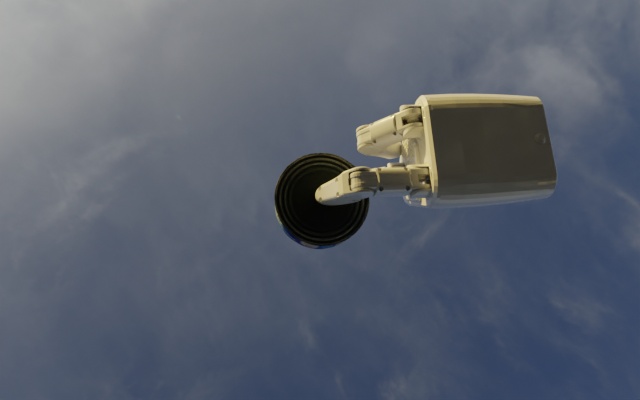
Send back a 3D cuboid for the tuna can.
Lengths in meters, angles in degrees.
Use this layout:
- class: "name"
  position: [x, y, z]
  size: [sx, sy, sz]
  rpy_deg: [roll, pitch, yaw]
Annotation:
- class: "tuna can"
  position: [0.000, 0.002, 0.443]
  size: [0.086, 0.086, 0.034]
  rpy_deg: [0, -12, -6]
